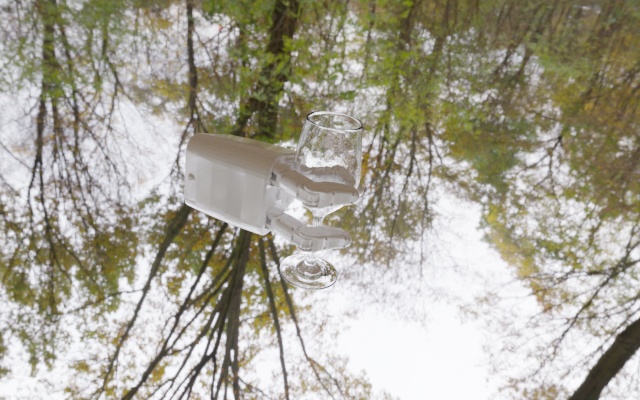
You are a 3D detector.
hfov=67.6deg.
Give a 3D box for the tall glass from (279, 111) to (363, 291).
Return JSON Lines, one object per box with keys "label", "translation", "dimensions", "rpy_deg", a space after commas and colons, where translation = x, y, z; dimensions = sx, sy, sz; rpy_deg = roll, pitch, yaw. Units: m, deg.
{"label": "tall glass", "translation": [0.000, 0.002, 0.554], "dimensions": [0.079, 0.201, 0.079], "rpy_deg": [8, 27, -4]}
